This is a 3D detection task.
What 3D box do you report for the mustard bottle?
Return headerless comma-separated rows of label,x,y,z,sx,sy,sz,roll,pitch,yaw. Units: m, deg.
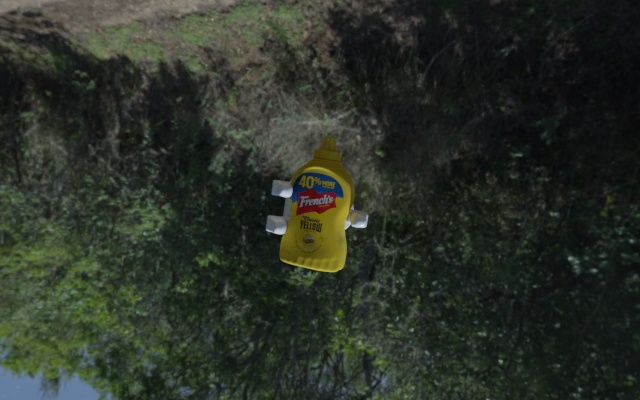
mustard bottle,0.000,0.003,0.700,0.096,0.191,0.058,10,3,20
